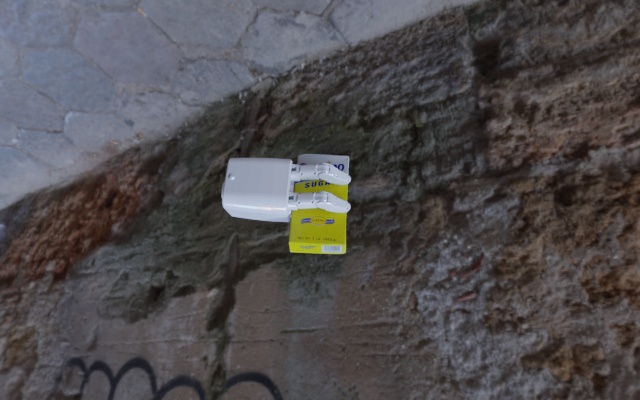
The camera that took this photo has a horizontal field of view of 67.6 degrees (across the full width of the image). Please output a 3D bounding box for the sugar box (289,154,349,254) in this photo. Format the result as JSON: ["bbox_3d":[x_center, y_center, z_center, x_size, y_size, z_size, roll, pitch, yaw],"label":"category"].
[{"bbox_3d":[0.000,0.002,0.813,0.093,0.176,0.048,2,-28,2],"label":"sugar box"}]
